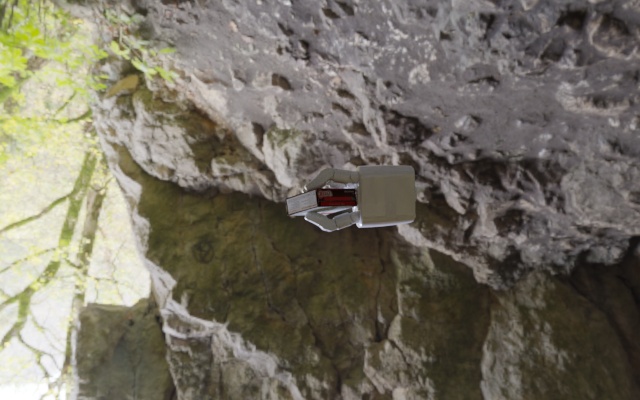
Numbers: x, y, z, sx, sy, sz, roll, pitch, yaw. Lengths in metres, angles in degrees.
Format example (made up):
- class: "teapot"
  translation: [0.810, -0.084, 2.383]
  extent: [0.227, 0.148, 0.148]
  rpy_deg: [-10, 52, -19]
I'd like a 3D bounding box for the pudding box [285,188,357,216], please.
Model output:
- class: "pudding box"
  translation: [0.000, 0.003, 0.900]
  extent: [0.090, 0.039, 0.113]
  rpy_deg: [0, -12, -34]
